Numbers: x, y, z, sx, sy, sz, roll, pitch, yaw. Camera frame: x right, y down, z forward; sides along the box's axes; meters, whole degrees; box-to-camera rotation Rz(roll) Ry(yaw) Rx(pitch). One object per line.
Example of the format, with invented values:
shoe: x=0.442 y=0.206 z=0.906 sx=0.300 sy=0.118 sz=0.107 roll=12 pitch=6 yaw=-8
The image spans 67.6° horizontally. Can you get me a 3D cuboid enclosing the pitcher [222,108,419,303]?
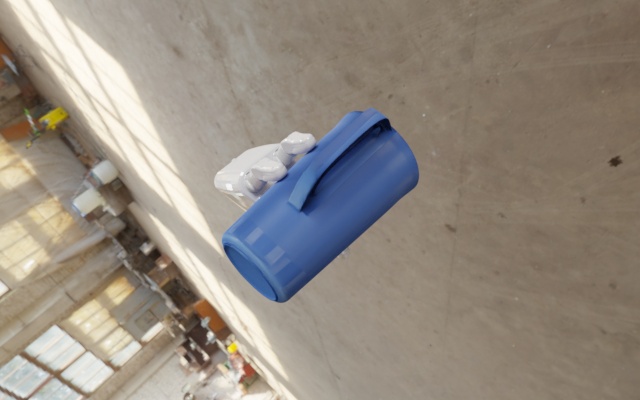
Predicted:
pitcher: x=0.000 y=0.002 z=0.585 sx=0.242 sy=0.149 sz=0.145 roll=-43 pitch=26 yaw=-23
